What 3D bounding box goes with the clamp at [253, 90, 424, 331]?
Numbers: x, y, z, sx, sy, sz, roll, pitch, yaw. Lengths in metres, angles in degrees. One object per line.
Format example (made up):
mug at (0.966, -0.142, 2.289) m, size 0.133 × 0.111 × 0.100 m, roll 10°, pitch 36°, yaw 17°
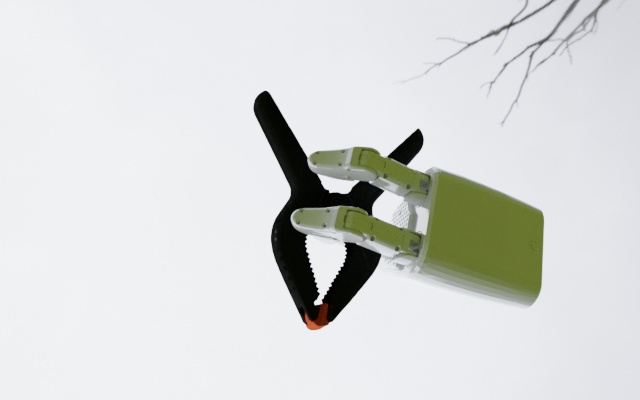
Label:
clamp at (0.000, 0.002, 0.413) m, size 0.164 × 0.210 × 0.036 m, roll 18°, pitch -25°, yaw -6°
